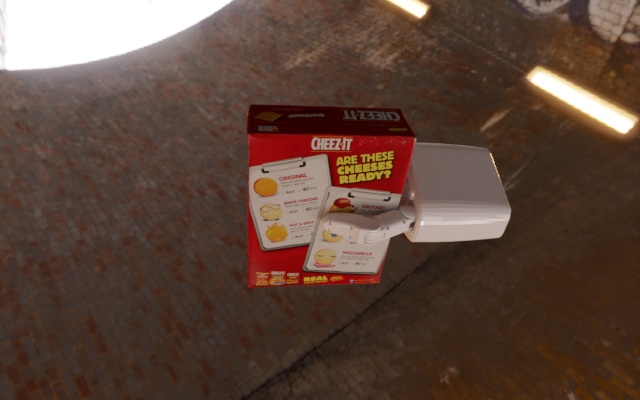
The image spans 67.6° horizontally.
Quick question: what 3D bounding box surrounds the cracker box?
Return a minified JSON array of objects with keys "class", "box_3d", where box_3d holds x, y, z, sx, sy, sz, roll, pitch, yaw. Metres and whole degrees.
[{"class":"cracker box","box_3d":[0.000,0.002,0.538,0.164,0.214,0.072,0,39,-9]}]
